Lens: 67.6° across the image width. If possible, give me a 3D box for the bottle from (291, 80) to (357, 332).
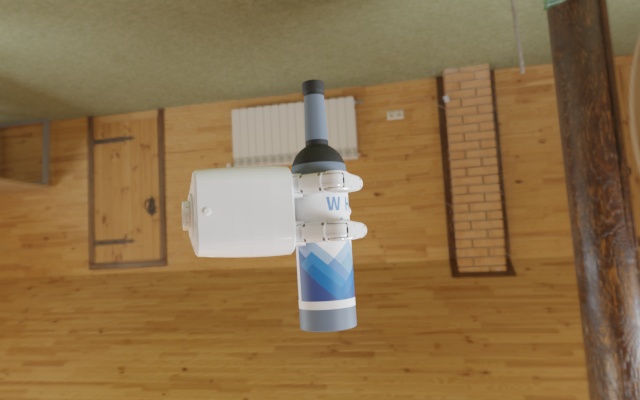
[{"bbox_3d":[0.000,0.002,0.573,0.069,0.295,0.069,-4,-5,0],"label":"bottle"}]
